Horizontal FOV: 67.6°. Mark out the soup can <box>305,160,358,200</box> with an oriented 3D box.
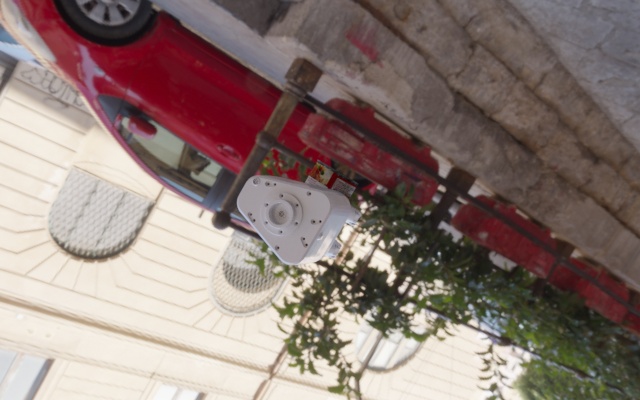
[{"bbox_3d":[0.000,0.002,0.687,0.068,0.102,0.068,30,4,-3],"label":"soup can"}]
